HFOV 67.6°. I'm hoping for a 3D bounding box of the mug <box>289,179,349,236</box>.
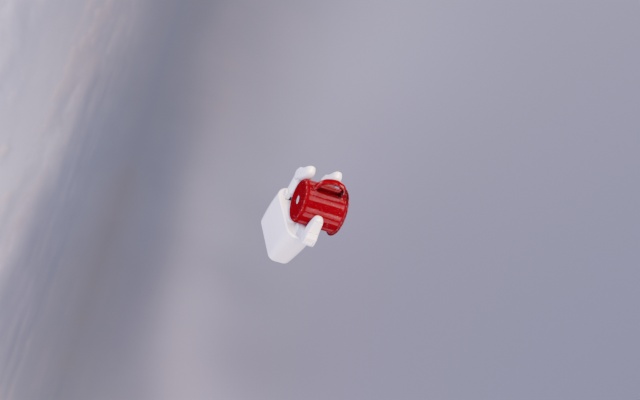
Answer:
[{"bbox_3d":[0.001,0.002,0.861,0.081,0.093,0.117,17,-42,-21],"label":"mug"}]
